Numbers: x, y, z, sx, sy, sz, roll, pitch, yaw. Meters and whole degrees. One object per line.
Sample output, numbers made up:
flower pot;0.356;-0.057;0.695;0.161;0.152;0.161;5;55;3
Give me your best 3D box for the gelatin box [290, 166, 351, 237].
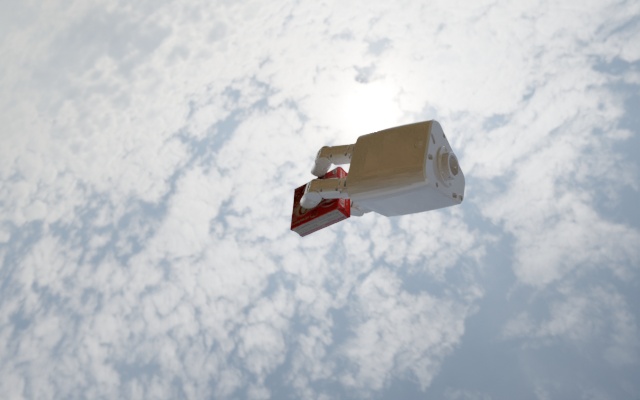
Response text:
gelatin box;0.000;0.003;0.670;0.089;0.073;0.030;-25;-45;33
